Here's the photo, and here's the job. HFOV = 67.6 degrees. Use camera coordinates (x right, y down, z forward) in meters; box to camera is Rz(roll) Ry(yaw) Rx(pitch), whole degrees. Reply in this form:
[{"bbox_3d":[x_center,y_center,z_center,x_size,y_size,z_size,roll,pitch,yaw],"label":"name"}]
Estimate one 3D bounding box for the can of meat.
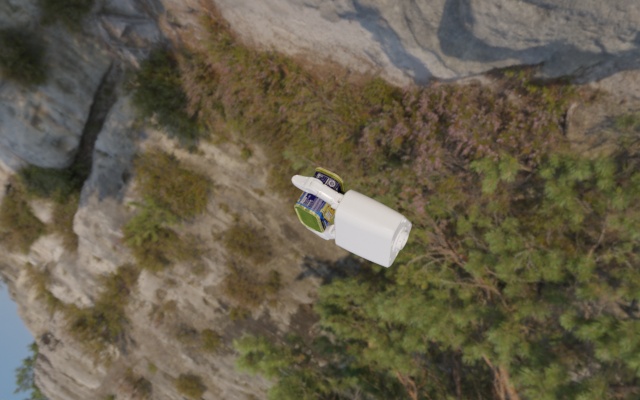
[{"bbox_3d":[0.000,0.003,0.869,0.057,0.084,0.102,26,-18,19],"label":"can of meat"}]
